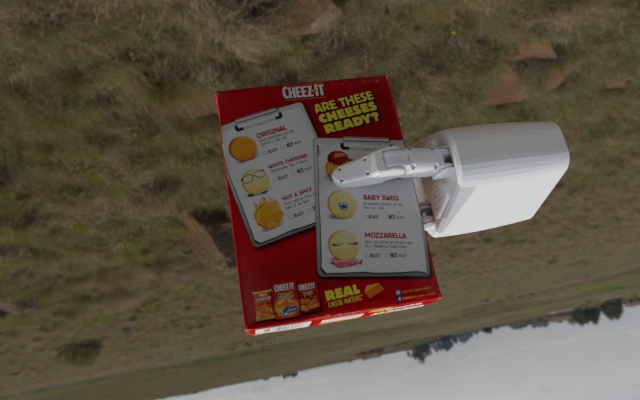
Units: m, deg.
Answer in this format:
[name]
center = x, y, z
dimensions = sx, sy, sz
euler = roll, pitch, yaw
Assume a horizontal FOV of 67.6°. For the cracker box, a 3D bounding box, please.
[cracker box]
center = 0.000, 0.002, 0.437
dimensions = 0.164, 0.213, 0.072
euler = -8, -18, -9
